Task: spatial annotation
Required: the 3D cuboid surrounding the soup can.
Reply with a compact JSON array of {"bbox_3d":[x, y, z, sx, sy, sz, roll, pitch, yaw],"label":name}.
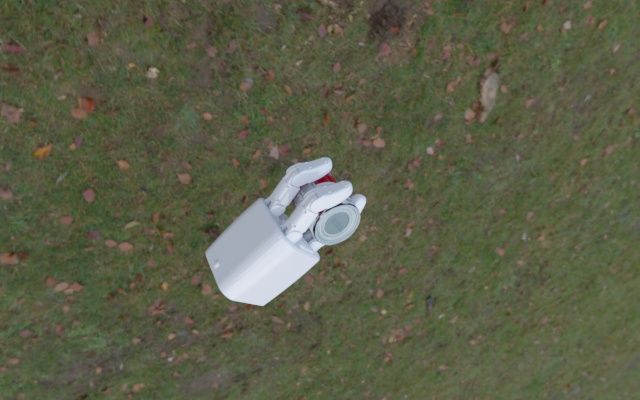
[{"bbox_3d":[0.001,0.002,0.635,0.068,0.068,0.102,0,35,-32],"label":"soup can"}]
